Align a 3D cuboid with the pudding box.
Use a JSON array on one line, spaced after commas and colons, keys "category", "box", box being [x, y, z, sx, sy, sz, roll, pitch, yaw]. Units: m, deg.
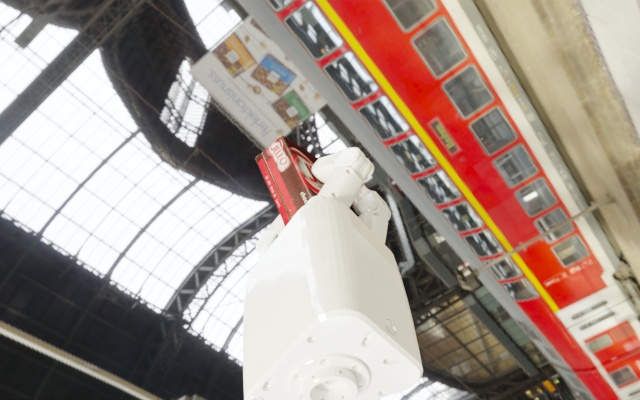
[{"category": "pudding box", "box": [0.000, 0.002, 0.433, 0.039, 0.090, 0.113, -36, -32, 16]}]
